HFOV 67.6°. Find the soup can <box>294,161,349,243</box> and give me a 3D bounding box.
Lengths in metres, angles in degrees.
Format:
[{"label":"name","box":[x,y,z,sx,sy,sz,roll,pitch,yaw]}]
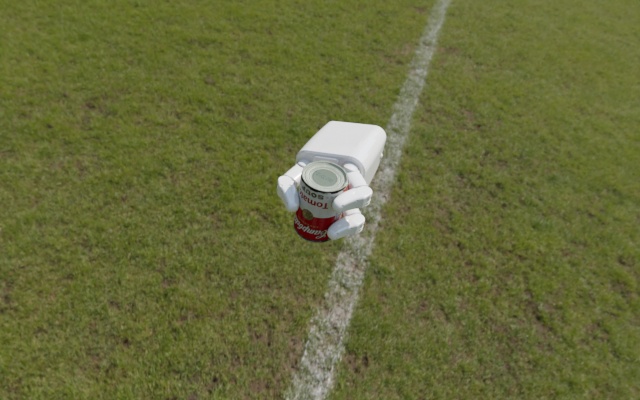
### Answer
[{"label":"soup can","box":[0.000,0.002,0.684,0.068,0.102,0.068,6,44,-5]}]
